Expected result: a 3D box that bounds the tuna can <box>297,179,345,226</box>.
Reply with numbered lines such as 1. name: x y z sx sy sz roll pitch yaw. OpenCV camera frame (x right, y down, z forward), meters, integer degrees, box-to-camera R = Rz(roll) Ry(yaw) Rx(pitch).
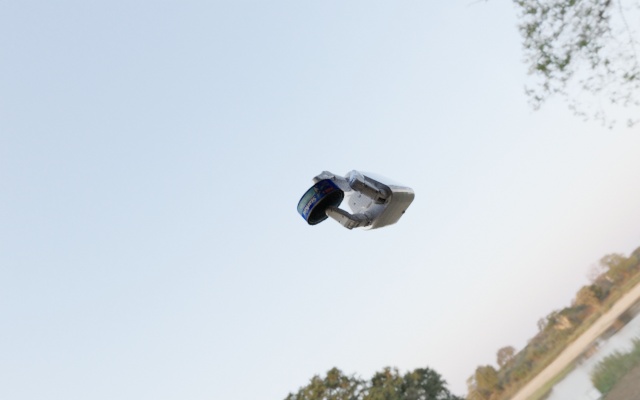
1. tuna can: 0.000 0.002 0.842 0.033 0.086 0.086 47 22 23
